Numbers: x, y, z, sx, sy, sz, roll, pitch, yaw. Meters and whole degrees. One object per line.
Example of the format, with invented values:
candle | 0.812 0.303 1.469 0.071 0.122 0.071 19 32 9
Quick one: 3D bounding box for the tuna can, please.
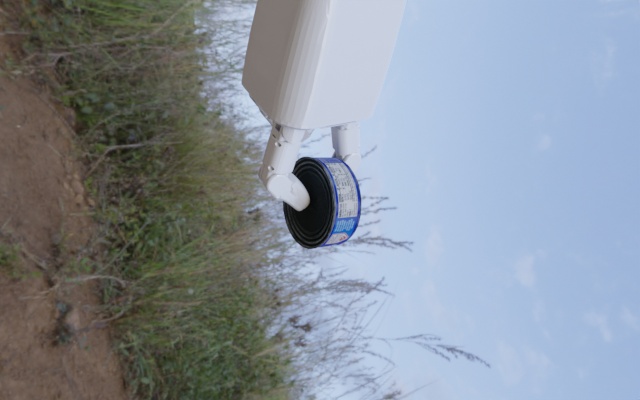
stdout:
tuna can | 0.001 0.001 0.451 0.034 0.086 0.086 -4 2 -35
